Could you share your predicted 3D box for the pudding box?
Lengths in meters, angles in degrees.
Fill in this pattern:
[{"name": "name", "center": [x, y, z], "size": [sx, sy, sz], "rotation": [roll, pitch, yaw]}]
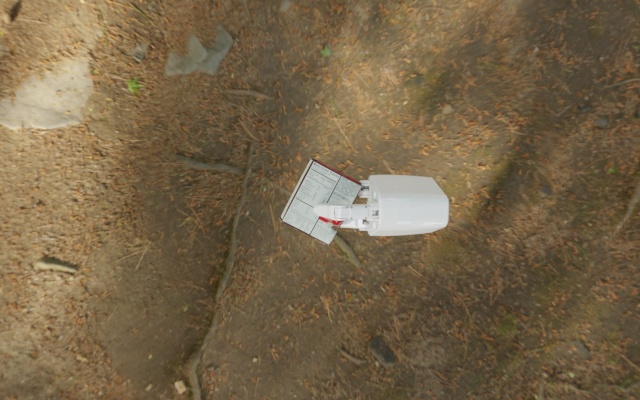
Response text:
[{"name": "pudding box", "center": [0.000, 0.003, 0.752], "size": [0.090, 0.113, 0.039], "rotation": [28, 3, -7]}]
